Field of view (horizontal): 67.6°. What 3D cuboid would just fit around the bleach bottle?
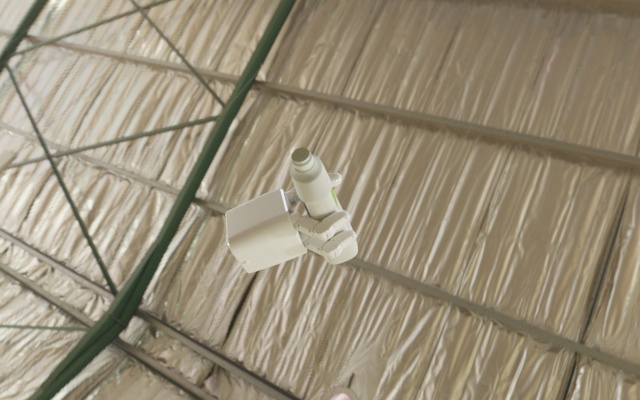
[{"bbox_3d":[0.000,0.003,0.780,0.068,0.102,0.251,-22,-40,1],"label":"bleach bottle"}]
